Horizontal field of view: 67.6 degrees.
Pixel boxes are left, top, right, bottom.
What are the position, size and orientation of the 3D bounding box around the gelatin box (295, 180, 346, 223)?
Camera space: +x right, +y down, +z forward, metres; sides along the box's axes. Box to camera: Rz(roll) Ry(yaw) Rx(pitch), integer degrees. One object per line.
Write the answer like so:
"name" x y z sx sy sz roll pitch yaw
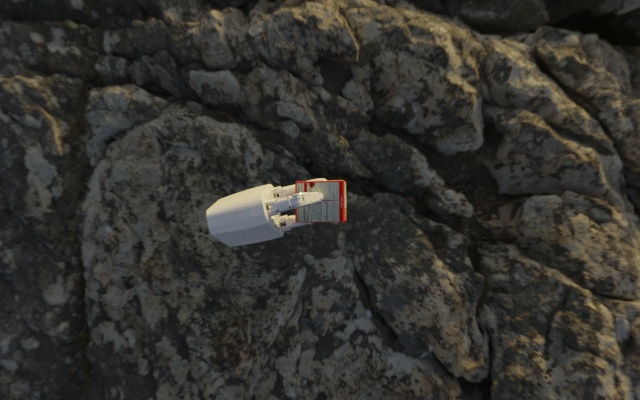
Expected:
"gelatin box" 0.000 0.003 0.837 0.089 0.073 0.030 -1 -3 13
